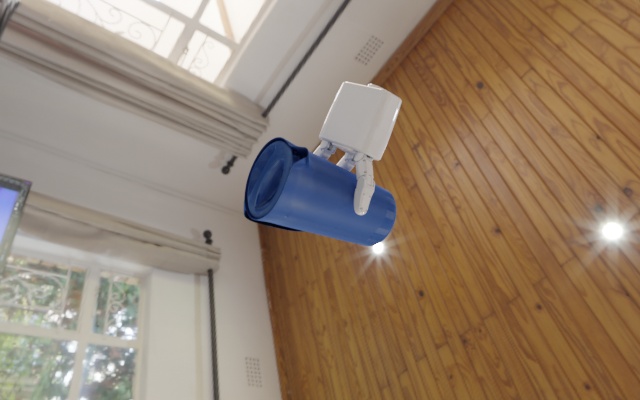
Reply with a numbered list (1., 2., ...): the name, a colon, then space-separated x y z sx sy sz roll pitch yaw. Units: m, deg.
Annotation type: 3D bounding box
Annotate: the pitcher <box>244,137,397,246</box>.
1. pitcher: 0.000 0.002 0.798 0.243 0.145 0.149 20 1 -33
